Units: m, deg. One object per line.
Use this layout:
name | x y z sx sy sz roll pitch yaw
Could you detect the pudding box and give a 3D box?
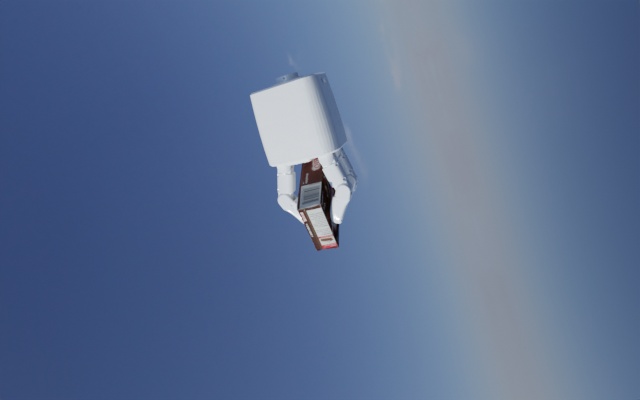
pudding box | 0.000 0.002 0.698 0.039 0.090 0.113 -11 42 16
